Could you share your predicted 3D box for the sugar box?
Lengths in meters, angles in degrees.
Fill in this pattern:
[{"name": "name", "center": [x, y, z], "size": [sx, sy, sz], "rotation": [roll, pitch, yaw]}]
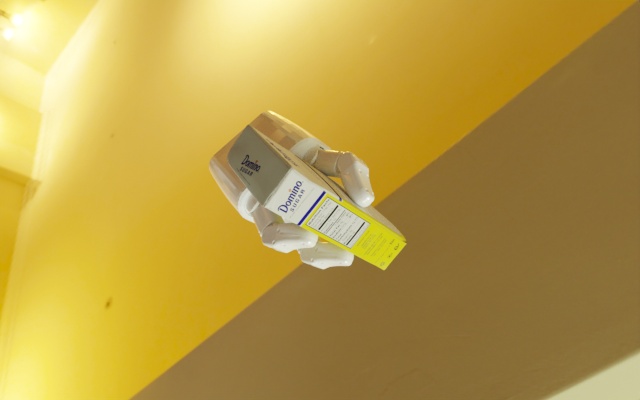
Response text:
[{"name": "sugar box", "center": [0.000, 0.002, 0.455], "size": [0.176, 0.048, 0.093], "rotation": [28, 12, -42]}]
